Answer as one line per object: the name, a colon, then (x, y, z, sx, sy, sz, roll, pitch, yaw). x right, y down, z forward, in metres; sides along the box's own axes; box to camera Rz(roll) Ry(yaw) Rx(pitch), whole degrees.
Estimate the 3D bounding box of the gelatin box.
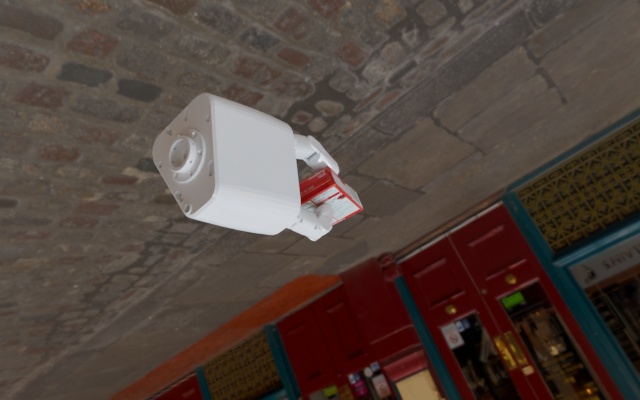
gelatin box: (0.000, 0.002, 0.575, 0.073, 0.030, 0.089, -29, -31, 15)
